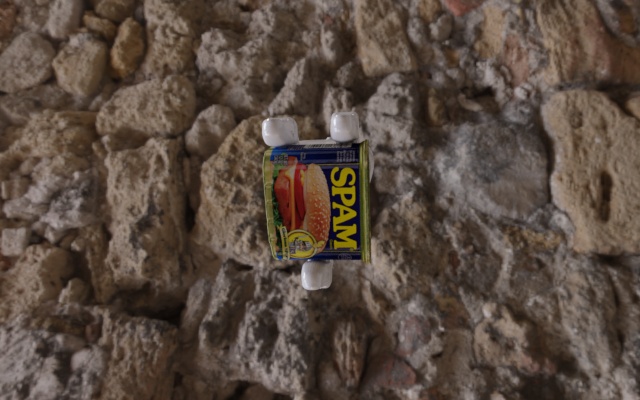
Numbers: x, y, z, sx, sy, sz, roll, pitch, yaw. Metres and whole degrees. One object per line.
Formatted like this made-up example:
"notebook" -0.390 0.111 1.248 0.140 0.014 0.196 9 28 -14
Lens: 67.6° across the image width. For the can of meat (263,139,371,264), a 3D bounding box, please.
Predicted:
"can of meat" 0.000 0.001 0.405 0.084 0.102 0.057 -1 16 7
